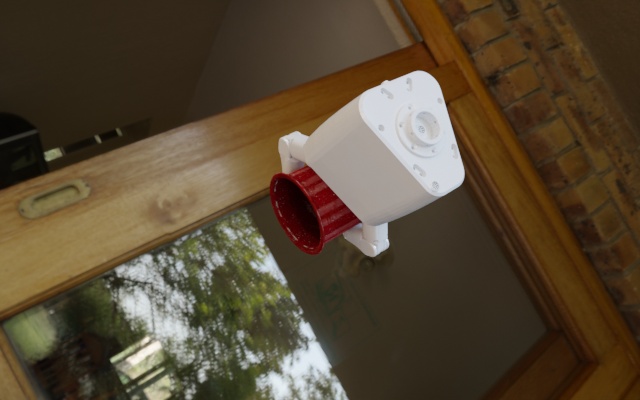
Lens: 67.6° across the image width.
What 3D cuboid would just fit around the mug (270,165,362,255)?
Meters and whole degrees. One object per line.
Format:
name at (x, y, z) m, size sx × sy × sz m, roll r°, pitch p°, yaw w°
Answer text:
mug at (0.000, 0.002, 0.522) m, size 0.081 × 0.093 × 0.117 m, roll -28°, pitch -2°, yaw -29°
